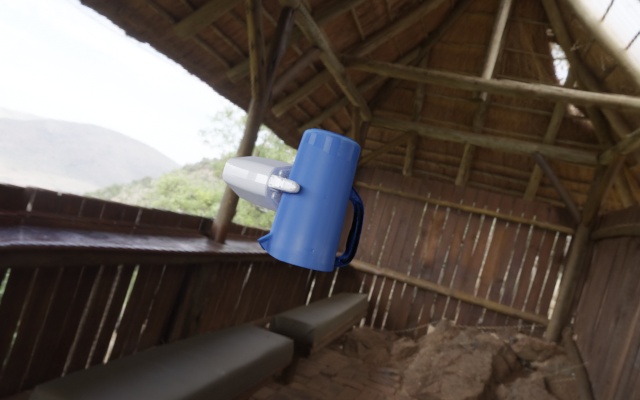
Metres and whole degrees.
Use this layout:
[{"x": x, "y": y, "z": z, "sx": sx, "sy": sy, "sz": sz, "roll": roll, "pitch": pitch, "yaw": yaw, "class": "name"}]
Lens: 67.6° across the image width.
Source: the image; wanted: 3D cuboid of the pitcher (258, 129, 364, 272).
[{"x": 0.000, "y": 0.003, "z": 0.872, "sx": 0.145, "sy": 0.243, "sz": 0.149, "roll": 16, "pitch": -1, "yaw": 24, "class": "pitcher"}]
